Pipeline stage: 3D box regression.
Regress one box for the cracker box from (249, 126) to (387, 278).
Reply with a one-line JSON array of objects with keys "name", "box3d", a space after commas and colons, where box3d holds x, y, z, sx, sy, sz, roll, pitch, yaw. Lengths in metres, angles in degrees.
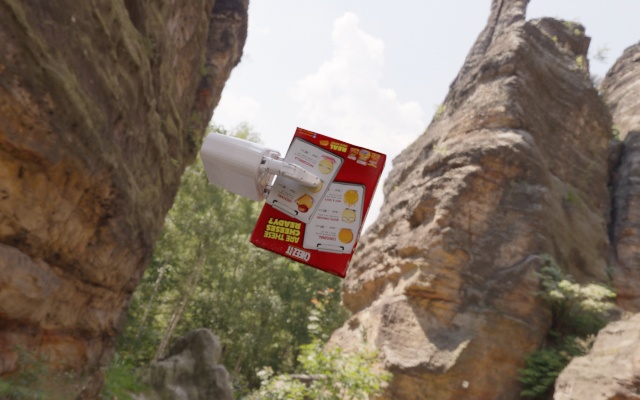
[{"name": "cracker box", "box3d": [0.000, 0.002, 0.802, 0.164, 0.213, 0.072, 19, -12, 11]}]
